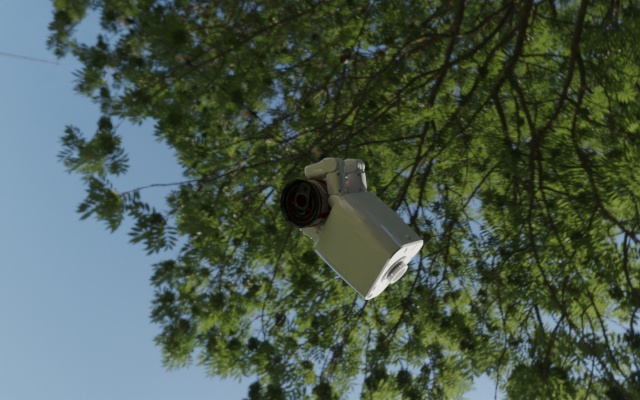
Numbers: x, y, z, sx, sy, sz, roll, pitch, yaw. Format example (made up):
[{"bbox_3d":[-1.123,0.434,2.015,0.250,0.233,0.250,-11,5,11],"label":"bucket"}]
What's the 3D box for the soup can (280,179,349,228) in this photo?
[{"bbox_3d":[0.000,0.002,0.690,0.068,0.068,0.102,0,2,35],"label":"soup can"}]
